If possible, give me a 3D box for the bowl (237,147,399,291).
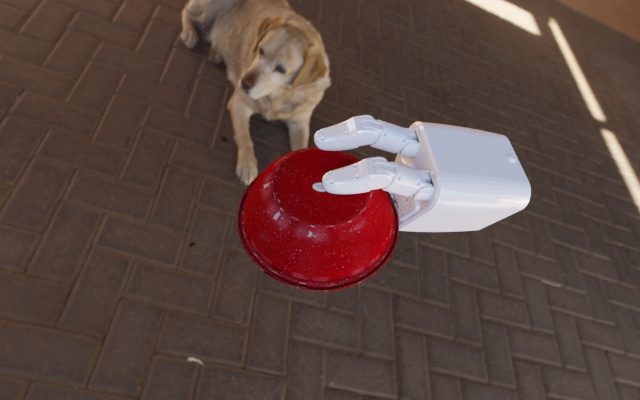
[{"bbox_3d":[-0.001,0.002,0.455,0.162,0.162,0.055,0,-36,-4],"label":"bowl"}]
